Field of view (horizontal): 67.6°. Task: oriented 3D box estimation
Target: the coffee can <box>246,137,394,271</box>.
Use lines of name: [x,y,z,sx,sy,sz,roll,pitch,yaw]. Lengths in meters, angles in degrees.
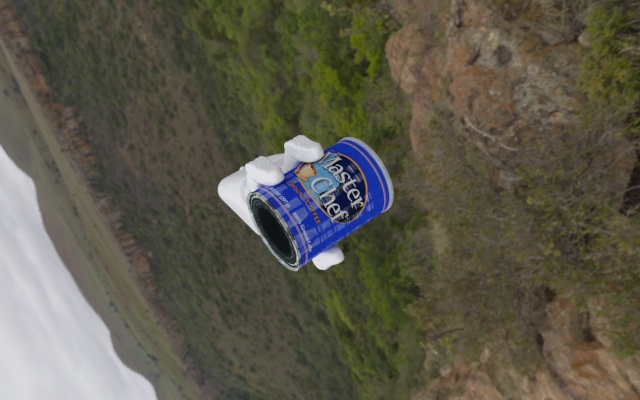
coffee can: [0.000,0.002,0.560,0.140,0.103,0.103,-32,14,-23]
